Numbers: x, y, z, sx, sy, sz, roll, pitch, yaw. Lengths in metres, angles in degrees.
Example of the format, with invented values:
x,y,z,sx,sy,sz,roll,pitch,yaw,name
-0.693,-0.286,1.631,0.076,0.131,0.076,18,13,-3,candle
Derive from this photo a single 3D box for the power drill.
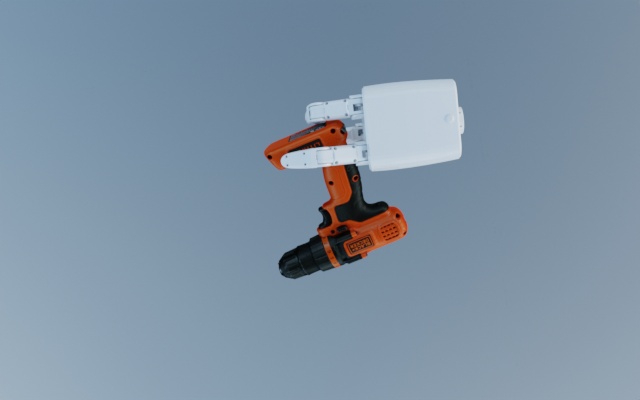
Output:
x,y,z,sx,sy,sz,roll,pitch,yaw,name
0.000,0.002,0.624,0.184,0.188,0.057,-24,20,6,power drill
